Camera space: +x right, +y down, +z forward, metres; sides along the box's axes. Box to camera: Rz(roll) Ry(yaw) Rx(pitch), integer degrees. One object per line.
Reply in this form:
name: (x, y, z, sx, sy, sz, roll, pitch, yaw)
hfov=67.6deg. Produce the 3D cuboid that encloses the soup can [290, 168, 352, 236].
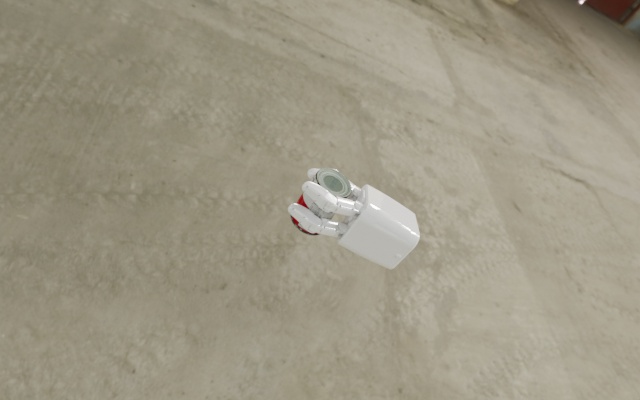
soup can: (0.000, 0.002, 0.807, 0.068, 0.068, 0.102, 0, -39, -35)
